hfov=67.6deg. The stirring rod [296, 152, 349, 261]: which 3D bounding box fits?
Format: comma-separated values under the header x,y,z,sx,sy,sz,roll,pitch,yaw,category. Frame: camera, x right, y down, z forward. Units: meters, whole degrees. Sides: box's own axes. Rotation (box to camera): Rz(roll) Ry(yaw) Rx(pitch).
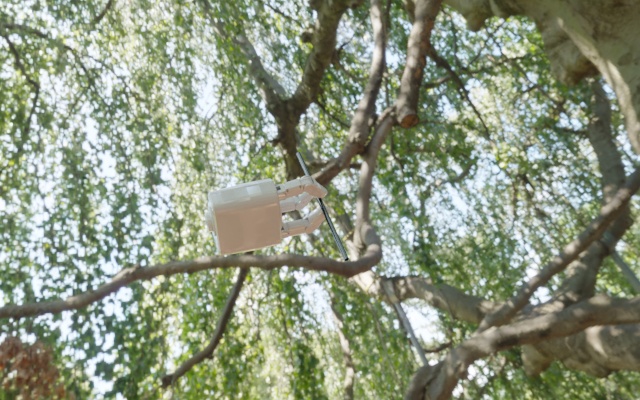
x,y,z,sx,sy,sz,roll,pitch,yaw,category
0.000,0.003,0.816,0.011,0.239,0.011,-16,-36,-12,stirring rod
